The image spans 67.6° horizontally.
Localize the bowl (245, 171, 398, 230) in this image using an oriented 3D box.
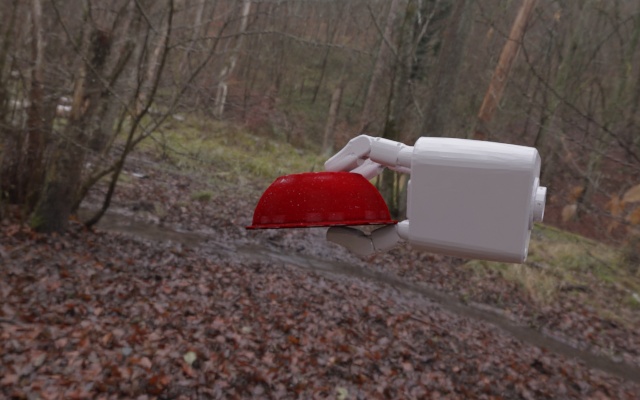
[{"bbox_3d":[-0.001,0.001,0.509,0.162,0.055,0.162,-3,-3,0],"label":"bowl"}]
